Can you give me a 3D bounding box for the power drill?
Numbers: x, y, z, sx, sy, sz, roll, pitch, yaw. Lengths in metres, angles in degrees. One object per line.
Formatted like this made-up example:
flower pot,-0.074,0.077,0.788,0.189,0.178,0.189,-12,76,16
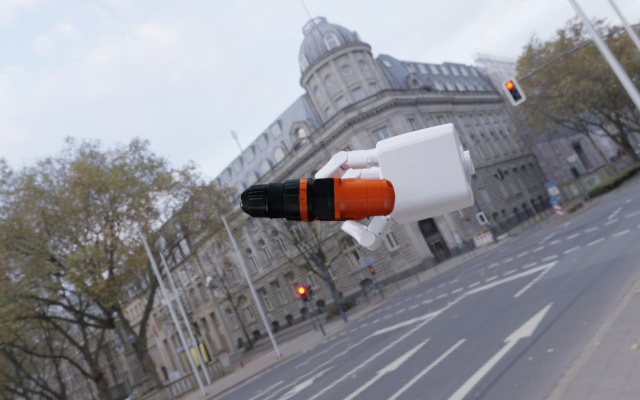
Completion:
power drill,0.000,0.002,0.635,0.184,0.057,0.187,0,0,4
